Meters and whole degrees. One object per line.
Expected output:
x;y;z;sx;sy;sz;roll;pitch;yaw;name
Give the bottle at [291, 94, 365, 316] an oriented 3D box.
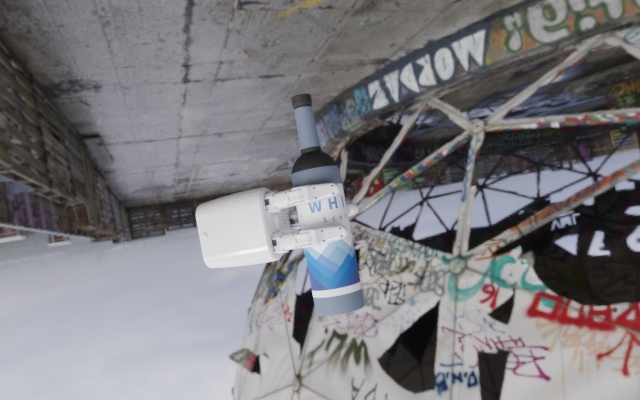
0.000;0.002;0.647;0.069;0.295;0.069;-11;-3;0;bottle
